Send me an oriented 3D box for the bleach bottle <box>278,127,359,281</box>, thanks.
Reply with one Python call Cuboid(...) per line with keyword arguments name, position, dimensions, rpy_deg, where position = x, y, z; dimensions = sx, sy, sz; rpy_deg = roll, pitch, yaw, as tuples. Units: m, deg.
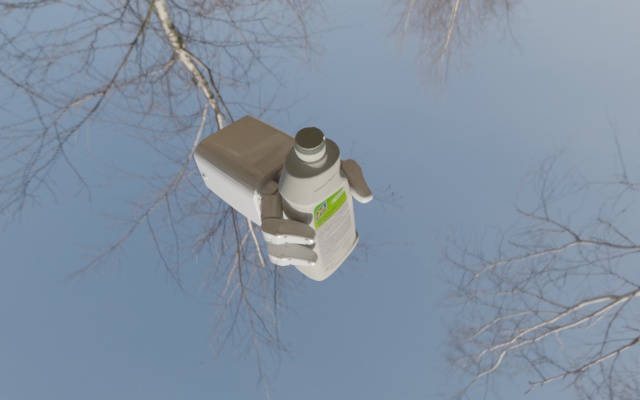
Cuboid(name="bleach bottle", position=(0.000, 0.002, 0.570), dimensions=(0.068, 0.102, 0.251), rpy_deg=(32, -26, 21))
